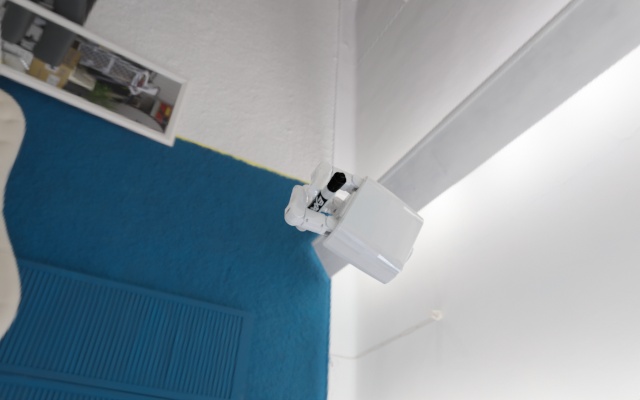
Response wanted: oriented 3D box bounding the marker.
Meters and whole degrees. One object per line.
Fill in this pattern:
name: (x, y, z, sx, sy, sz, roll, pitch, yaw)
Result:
marker: (0.000, 0.002, 0.628, 0.020, 0.020, 0.121, 0, -34, -33)
